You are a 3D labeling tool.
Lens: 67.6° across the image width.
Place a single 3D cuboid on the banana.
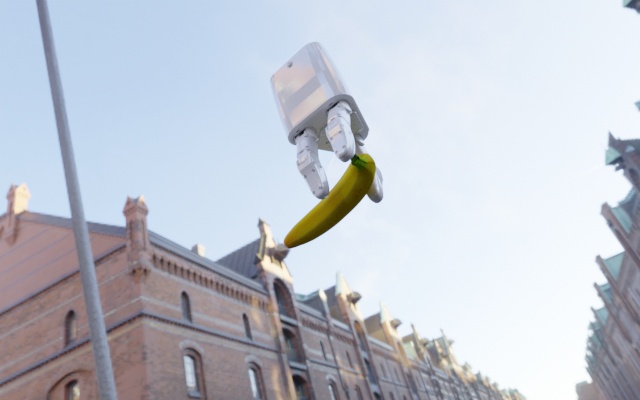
[{"bbox_3d":[0.017,-0.001,0.597,0.069,0.037,0.198,-5,-33,-34],"label":"banana"}]
